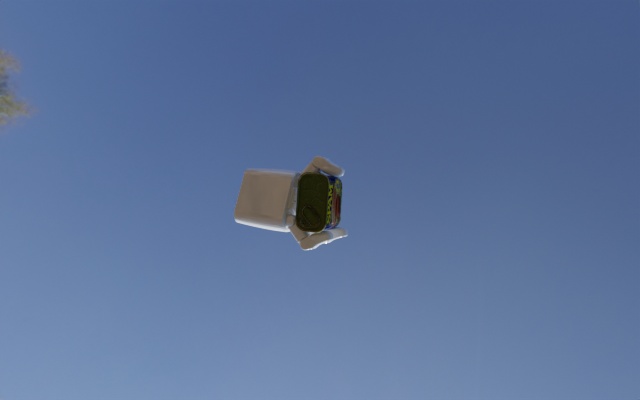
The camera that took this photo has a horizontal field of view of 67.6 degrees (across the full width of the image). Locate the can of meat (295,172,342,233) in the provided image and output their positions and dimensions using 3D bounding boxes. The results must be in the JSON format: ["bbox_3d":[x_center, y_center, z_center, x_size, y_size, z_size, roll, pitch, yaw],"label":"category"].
[{"bbox_3d":[0.000,0.003,0.845,0.057,0.102,0.084,5,2,21],"label":"can of meat"}]
